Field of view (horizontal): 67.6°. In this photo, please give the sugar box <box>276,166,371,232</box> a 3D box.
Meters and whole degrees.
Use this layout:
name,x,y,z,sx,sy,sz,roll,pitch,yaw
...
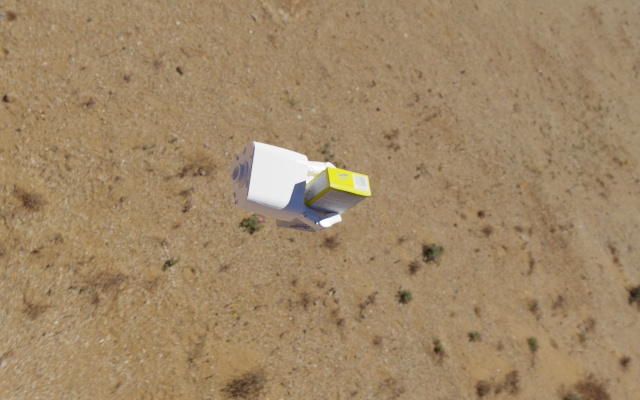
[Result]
name,x,y,z,sx,sy,sz,roll,pitch,yaw
sugar box,0.000,0.002,0.873,0.093,0.048,0.176,12,-30,-35
